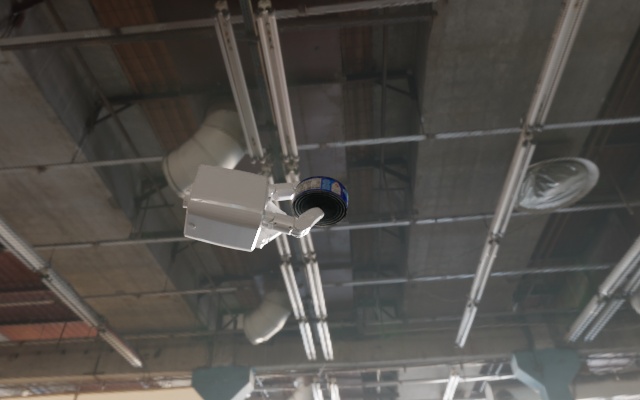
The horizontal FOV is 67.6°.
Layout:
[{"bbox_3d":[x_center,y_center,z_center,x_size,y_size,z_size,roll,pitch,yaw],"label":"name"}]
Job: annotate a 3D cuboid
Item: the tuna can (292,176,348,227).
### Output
[{"bbox_3d":[0.000,0.002,0.737,0.086,0.033,0.086,4,-41,3],"label":"tuna can"}]
